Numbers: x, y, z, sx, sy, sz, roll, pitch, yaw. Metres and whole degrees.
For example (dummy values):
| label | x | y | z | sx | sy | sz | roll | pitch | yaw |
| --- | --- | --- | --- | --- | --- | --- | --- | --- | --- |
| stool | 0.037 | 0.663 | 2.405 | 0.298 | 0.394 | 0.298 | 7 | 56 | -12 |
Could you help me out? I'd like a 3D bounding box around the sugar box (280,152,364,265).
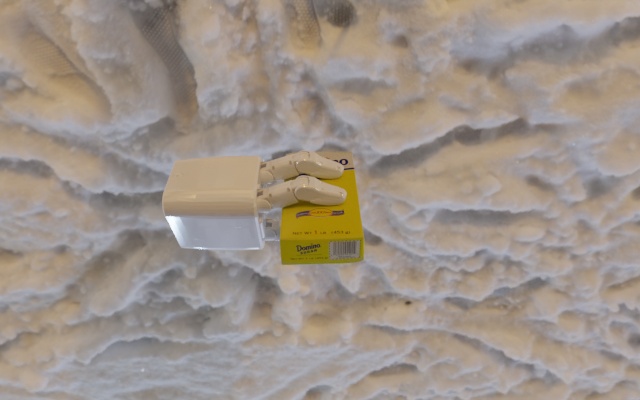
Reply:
| label | x | y | z | sx | sy | sz | roll | pitch | yaw |
| --- | --- | --- | --- | --- | --- | --- | --- | --- | --- |
| sugar box | 0.000 | 0.002 | 0.586 | 0.093 | 0.048 | 0.176 | -1 | 40 | -1 |
